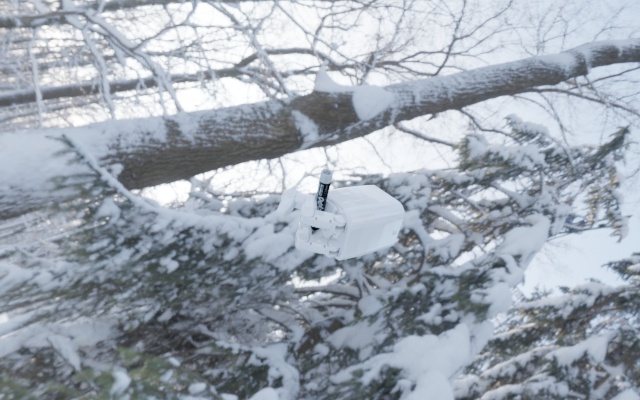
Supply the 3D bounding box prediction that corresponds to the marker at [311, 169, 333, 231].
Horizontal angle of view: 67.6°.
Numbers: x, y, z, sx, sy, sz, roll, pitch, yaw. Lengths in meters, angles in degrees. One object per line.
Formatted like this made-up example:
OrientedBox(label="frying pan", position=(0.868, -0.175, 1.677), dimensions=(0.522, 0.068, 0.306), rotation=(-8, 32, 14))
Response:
OrientedBox(label="marker", position=(0.000, 0.002, 0.760), dimensions=(0.020, 0.121, 0.020), rotation=(7, 40, -6))
